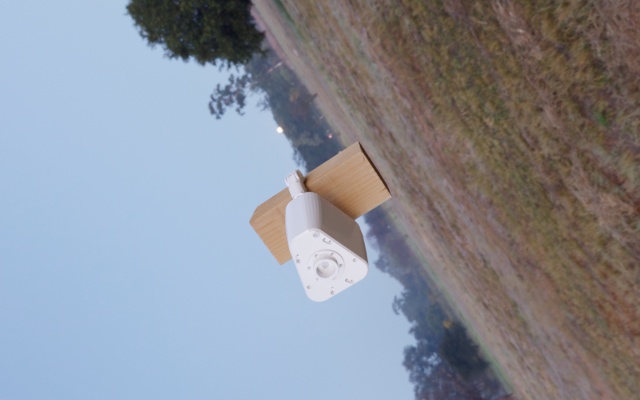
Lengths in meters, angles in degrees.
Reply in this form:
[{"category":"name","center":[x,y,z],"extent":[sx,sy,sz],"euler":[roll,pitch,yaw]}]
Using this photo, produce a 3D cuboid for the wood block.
[{"category":"wood block","center":[0.000,0.002,0.767],"extent":[0.206,0.091,0.090],"euler":[-32,13,10]}]
